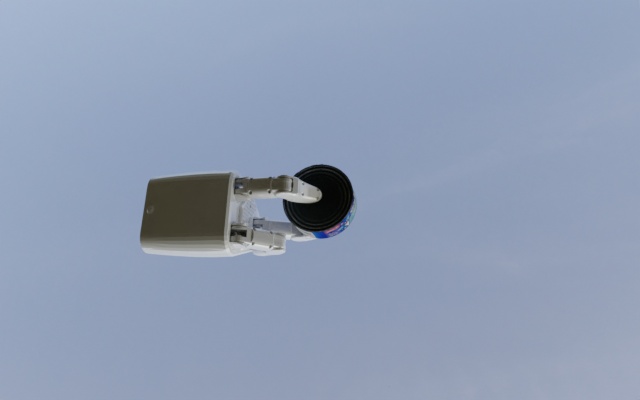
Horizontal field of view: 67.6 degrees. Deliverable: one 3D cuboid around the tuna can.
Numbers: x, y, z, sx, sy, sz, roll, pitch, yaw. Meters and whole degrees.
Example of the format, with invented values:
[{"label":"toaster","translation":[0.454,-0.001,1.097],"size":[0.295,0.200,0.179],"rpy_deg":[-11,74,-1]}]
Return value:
[{"label":"tuna can","translation":[0.000,0.002,0.575],"size":[0.086,0.086,0.034],"rpy_deg":[0,-21,14]}]
